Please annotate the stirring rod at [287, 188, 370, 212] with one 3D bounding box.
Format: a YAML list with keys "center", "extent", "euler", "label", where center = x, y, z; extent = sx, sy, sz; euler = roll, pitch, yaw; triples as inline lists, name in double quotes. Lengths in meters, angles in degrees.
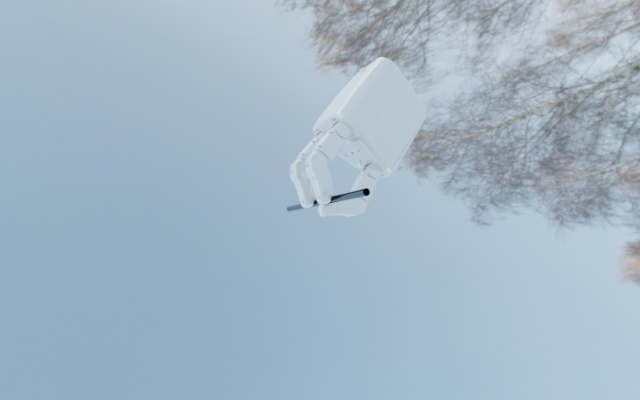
- center: [0.000, 0.002, 0.585]
  extent: [0.011, 0.011, 0.239]
  euler: [0, -5, -22]
  label: "stirring rod"
